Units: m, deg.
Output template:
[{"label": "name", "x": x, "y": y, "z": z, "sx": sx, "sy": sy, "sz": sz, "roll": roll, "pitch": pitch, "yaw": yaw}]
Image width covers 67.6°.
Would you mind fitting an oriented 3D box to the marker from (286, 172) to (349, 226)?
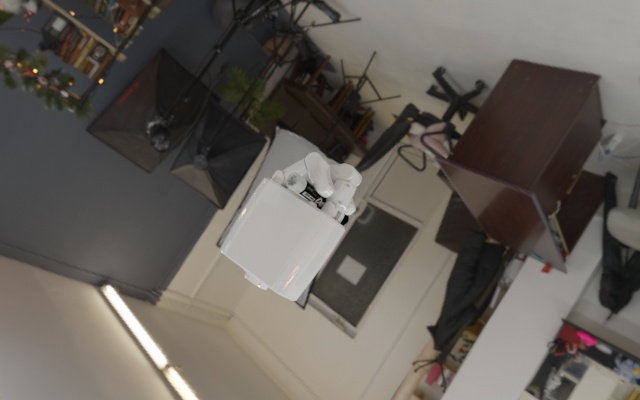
[{"label": "marker", "x": 0.000, "y": 0.002, "z": 0.568, "sx": 0.020, "sy": 0.020, "sz": 0.121, "roll": 0, "pitch": -24, "yaw": 34}]
